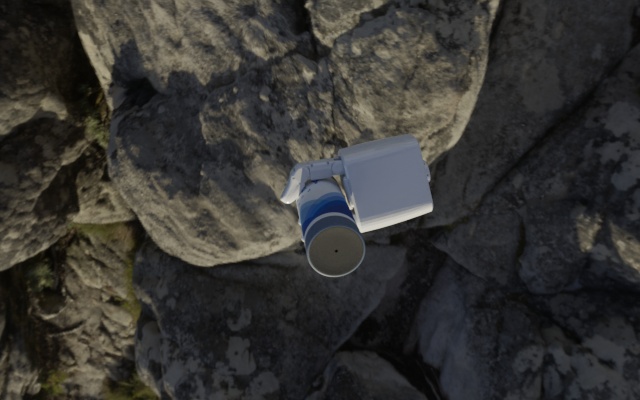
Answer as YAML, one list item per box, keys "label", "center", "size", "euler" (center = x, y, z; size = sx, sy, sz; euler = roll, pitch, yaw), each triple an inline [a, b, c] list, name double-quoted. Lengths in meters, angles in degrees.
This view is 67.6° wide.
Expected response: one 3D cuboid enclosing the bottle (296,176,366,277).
- label: "bottle"
  center: [0.000, 0.002, 0.667]
  size: [0.069, 0.069, 0.295]
  euler: [0, 22, -7]
